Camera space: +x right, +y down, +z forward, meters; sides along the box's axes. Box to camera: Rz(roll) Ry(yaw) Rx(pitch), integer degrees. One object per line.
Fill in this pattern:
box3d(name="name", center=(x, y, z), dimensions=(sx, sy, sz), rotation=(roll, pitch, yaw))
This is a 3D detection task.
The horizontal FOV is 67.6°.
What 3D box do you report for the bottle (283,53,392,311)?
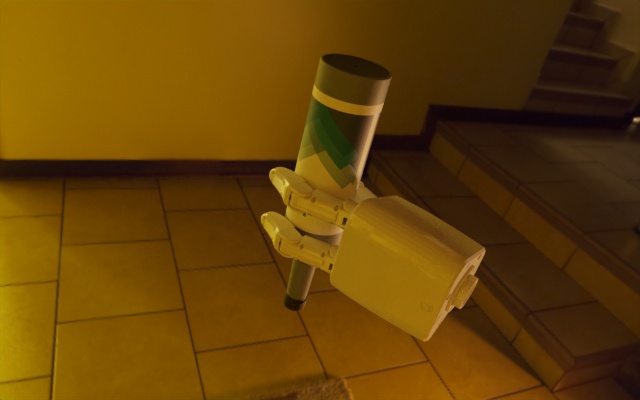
box3d(name="bottle", center=(0.000, 0.001, 0.503), dimensions=(0.069, 0.296, 0.069), rotation=(11, 31, -7))
